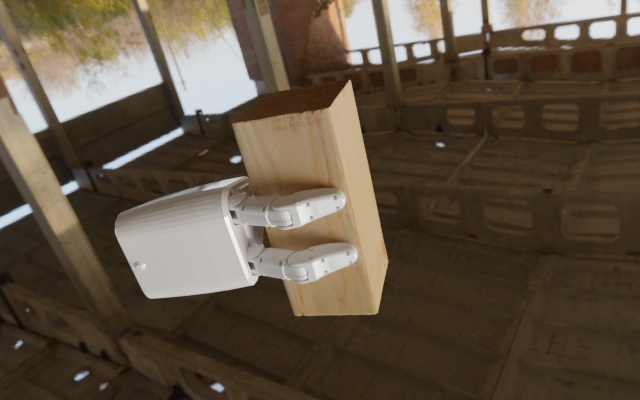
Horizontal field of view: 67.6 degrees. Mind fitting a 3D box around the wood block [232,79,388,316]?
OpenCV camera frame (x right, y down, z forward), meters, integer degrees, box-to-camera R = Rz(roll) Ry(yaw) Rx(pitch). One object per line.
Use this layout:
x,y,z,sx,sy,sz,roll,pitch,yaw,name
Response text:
0.000,0.002,0.461,0.090,0.206,0.090,-6,27,18,wood block
